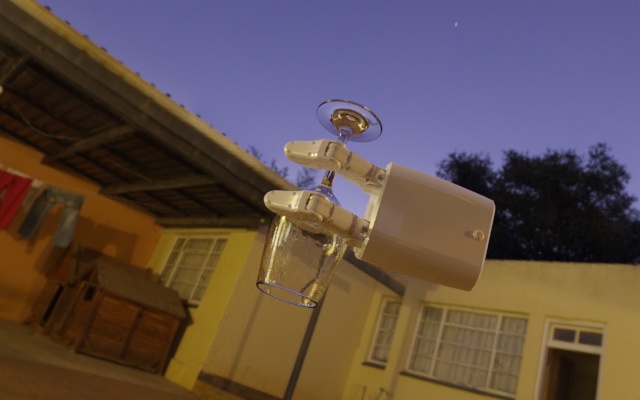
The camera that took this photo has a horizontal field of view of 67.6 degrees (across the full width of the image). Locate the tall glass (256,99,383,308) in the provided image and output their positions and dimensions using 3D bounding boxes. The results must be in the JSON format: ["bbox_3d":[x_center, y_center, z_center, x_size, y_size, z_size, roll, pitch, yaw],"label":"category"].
[{"bbox_3d":[0.000,0.001,0.478,0.079,0.201,0.079,17,-22,7],"label":"tall glass"}]
